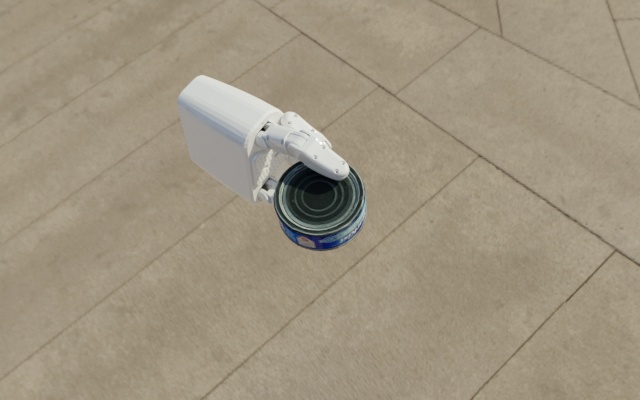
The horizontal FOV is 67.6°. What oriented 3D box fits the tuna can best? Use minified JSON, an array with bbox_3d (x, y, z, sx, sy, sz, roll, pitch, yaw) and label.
[{"bbox_3d":[0.000,0.001,0.444,0.086,0.086,0.034,0,-28,6],"label":"tuna can"}]
